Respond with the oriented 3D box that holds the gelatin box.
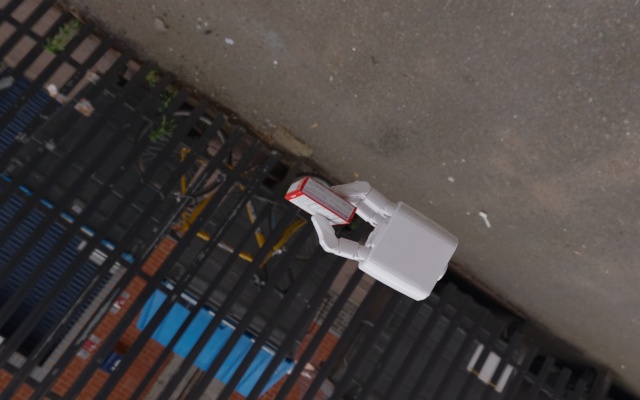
[{"bbox_3d":[0.000,0.003,0.703,0.089,0.030,0.073,32,-16,-15],"label":"gelatin box"}]
